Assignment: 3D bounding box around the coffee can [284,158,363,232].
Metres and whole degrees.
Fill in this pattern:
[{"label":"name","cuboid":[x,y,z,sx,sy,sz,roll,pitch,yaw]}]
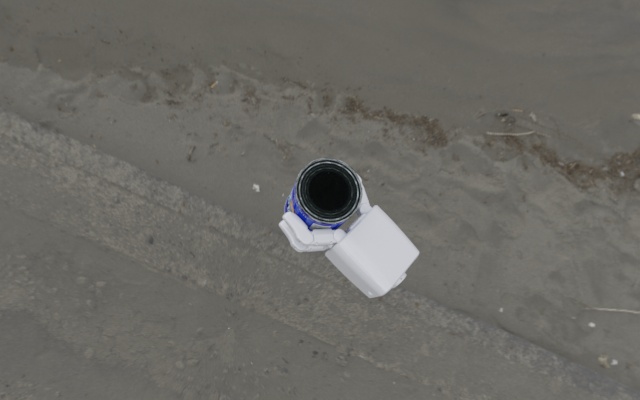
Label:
[{"label":"coffee can","cuboid":[0.000,0.002,0.771,0.103,0.102,0.140,0,-15,-11]}]
